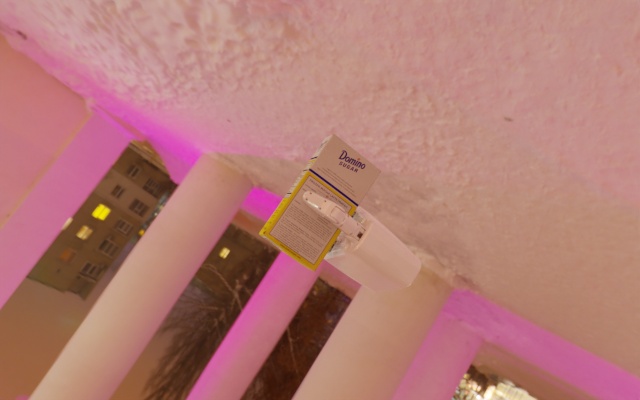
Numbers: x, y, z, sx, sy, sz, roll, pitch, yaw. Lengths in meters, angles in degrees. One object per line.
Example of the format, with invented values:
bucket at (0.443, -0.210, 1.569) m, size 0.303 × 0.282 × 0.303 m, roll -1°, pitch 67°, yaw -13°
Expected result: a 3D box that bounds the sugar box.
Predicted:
sugar box at (0.000, 0.002, 0.688) m, size 0.093 × 0.176 × 0.048 m, roll 37°, pitch -12°, yaw -14°
